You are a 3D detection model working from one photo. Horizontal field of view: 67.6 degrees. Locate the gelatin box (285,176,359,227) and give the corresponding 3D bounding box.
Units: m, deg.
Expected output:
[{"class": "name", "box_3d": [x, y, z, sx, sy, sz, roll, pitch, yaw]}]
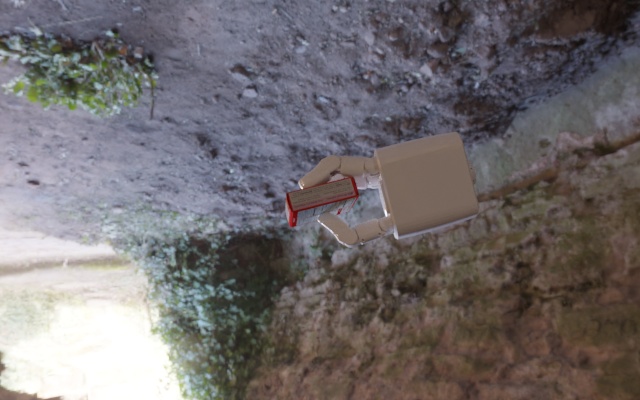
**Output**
[{"class": "gelatin box", "box_3d": [0.000, 0.003, 0.616, 0.089, 0.030, 0.073, -15, -15, -9]}]
